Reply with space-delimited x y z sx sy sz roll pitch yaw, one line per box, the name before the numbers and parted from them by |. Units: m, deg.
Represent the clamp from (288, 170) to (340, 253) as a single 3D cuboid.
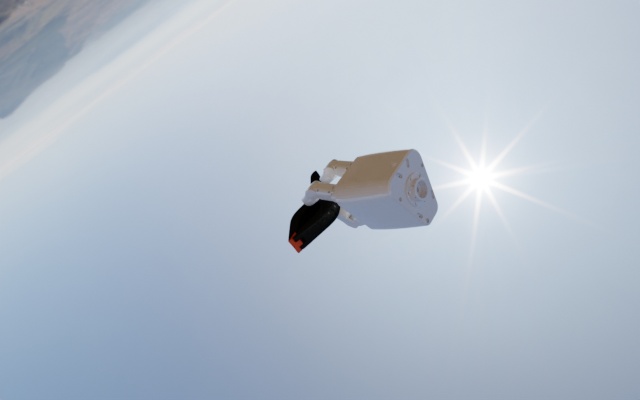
clamp | 0.000 0.004 0.811 0.164 0.036 0.210 -8 38 51
